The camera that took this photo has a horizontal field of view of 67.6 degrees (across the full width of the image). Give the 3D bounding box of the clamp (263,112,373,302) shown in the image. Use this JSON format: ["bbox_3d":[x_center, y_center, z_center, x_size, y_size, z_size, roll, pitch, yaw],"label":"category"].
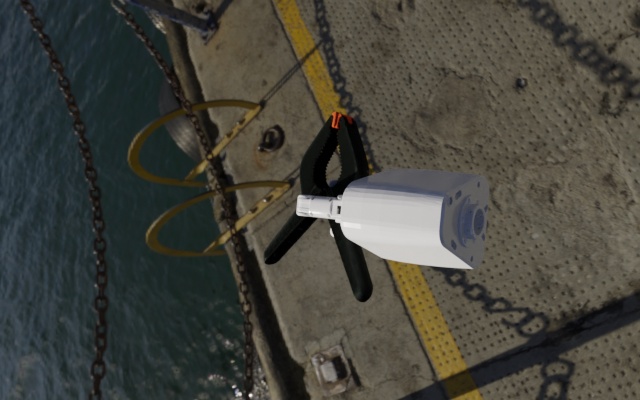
[{"bbox_3d":[0.000,0.001,0.569,0.164,0.210,0.036,5,-1,39],"label":"clamp"}]
